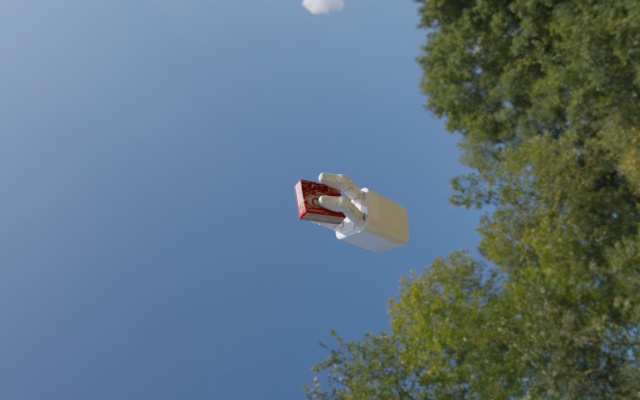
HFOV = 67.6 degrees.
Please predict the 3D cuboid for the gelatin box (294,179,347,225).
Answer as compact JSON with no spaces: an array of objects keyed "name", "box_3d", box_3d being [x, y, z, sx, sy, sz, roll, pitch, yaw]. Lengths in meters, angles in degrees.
[{"name":"gelatin box","box_3d":[0.000,0.003,0.893,0.089,0.073,0.030,9,-36,-29]}]
